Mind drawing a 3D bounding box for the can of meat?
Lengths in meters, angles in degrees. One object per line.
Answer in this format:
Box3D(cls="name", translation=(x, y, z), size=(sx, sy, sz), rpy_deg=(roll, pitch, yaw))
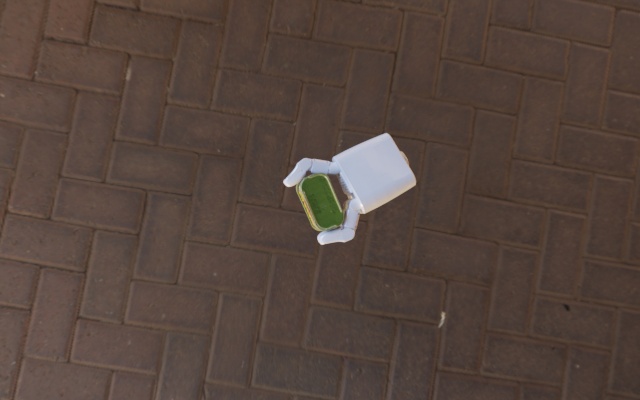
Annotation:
Box3D(cls="can of meat", translation=(0.000, 0.003, 0.823), size=(0.057, 0.102, 0.084), rpy_deg=(-24, 2, -5))
